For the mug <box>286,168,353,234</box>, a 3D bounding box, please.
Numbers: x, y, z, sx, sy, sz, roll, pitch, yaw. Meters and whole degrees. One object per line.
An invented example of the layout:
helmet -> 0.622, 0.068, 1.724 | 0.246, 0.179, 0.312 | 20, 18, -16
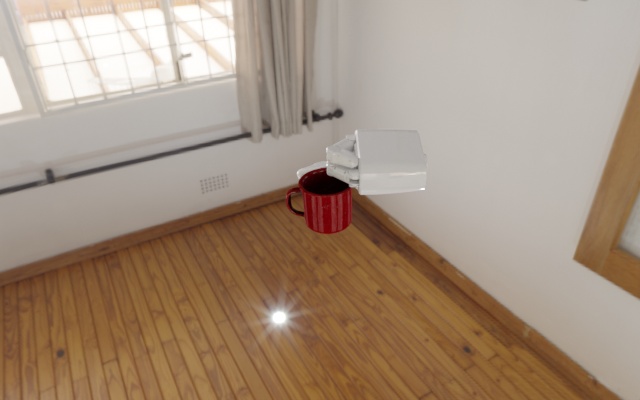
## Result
mug -> -0.001, 0.003, 0.803 | 0.117, 0.082, 0.093 | -2, 33, 2
